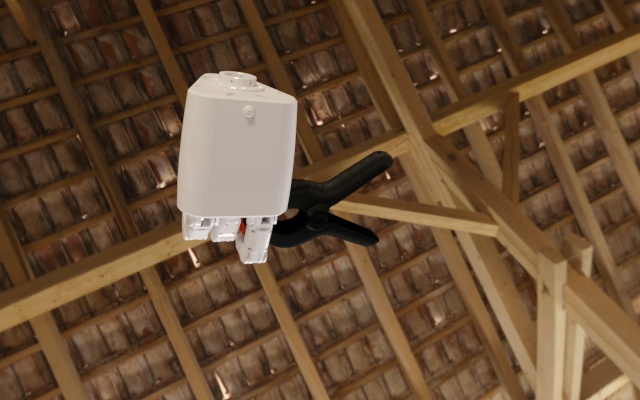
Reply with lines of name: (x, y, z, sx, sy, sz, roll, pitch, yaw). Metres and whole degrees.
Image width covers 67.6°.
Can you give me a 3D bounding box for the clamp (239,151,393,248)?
clamp: (0.000, 0.001, 0.502, 0.171, 0.120, 0.039, -2, 27, -27)
